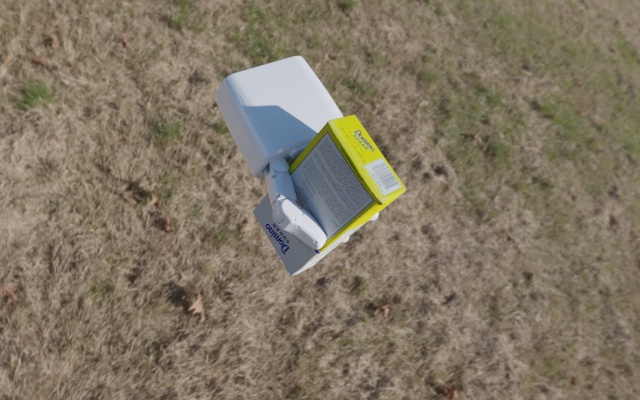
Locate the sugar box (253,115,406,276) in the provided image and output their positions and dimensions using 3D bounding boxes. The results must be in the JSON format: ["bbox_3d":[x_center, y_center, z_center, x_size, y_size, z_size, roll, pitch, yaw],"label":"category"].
[{"bbox_3d":[0.000,0.001,0.503,0.048,0.093,0.176,-23,-14,-40],"label":"sugar box"}]
